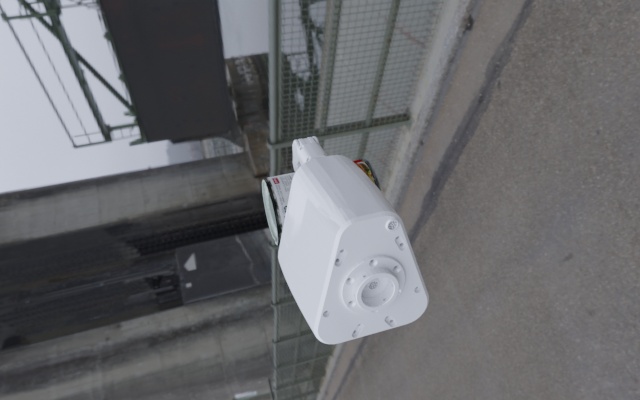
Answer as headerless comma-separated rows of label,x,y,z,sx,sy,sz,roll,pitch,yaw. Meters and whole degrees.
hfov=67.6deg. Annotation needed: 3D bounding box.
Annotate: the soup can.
soup can,0.000,0.001,0.465,0.102,0.068,0.068,-12,3,-13
